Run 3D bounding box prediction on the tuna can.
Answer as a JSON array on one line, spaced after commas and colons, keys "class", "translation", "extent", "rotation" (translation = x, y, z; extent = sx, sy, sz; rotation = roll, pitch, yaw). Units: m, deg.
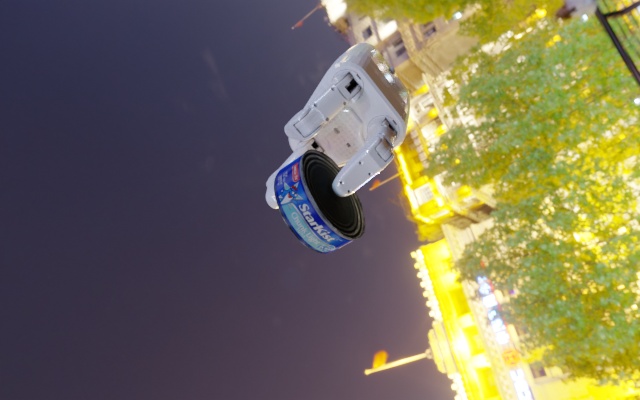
[{"class": "tuna can", "translation": [0.000, 0.002, 0.408], "extent": [0.034, 0.086, 0.086], "rotation": [-31, -15, 26]}]
